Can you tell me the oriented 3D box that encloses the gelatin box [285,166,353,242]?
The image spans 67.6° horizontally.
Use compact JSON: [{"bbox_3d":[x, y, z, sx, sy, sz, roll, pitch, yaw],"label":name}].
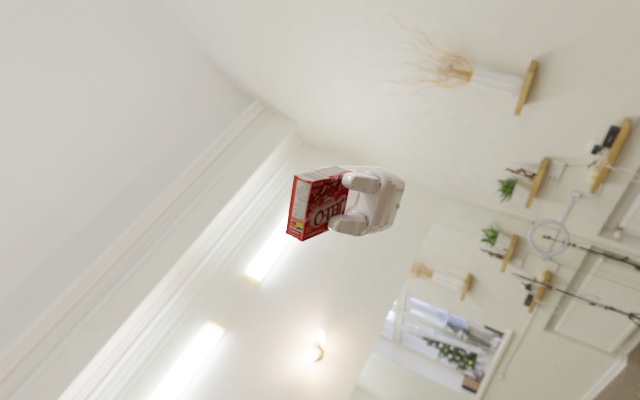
[{"bbox_3d":[0.000,0.002,0.566,0.030,0.073,0.089,22,22,30],"label":"gelatin box"}]
